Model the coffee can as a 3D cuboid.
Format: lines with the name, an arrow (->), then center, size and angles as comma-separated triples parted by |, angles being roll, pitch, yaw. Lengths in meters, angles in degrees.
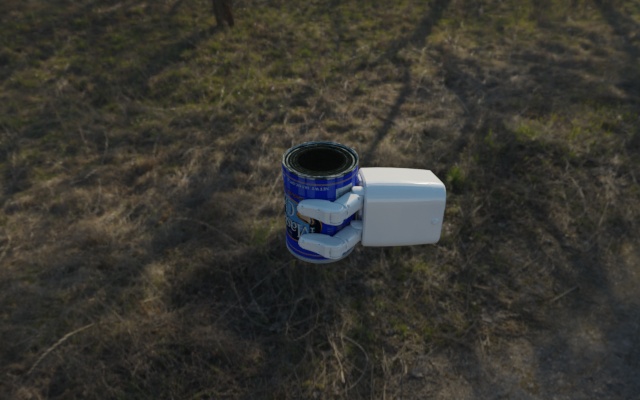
coffee can -> 0.000, 0.002, 0.670 | 0.103, 0.140, 0.102 | 0, 33, 0
